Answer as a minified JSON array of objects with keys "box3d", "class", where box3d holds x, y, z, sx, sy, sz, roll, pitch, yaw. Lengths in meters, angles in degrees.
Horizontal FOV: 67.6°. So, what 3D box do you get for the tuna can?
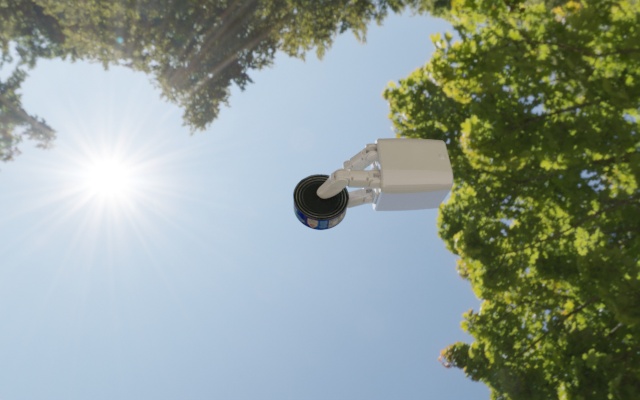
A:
[{"box3d":[0.000,0.003,0.739,0.086,0.086,0.034,0,-35,-4],"class":"tuna can"}]
